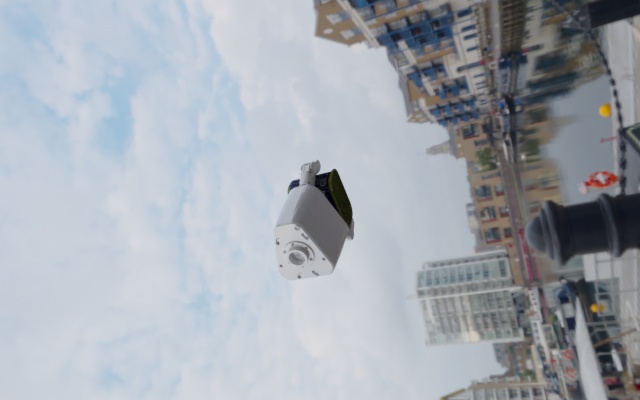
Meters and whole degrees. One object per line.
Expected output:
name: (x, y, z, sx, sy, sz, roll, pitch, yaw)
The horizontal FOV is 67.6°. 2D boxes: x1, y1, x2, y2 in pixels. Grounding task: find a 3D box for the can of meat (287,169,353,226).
can of meat: (0.000, 0.003, 0.837, 0.084, 0.102, 0.057, -12, 32, 20)
